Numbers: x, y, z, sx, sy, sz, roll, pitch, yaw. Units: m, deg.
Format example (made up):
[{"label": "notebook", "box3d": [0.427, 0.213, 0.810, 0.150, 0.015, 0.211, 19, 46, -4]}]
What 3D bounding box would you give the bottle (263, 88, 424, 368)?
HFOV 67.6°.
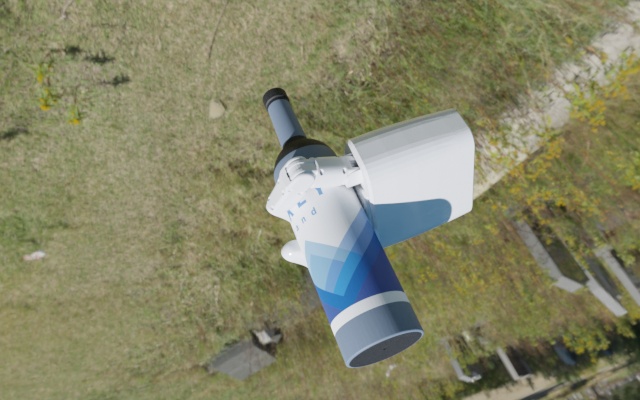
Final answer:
[{"label": "bottle", "box3d": [0.000, 0.002, 0.448, 0.069, 0.295, 0.069, -17, -32, -11]}]
